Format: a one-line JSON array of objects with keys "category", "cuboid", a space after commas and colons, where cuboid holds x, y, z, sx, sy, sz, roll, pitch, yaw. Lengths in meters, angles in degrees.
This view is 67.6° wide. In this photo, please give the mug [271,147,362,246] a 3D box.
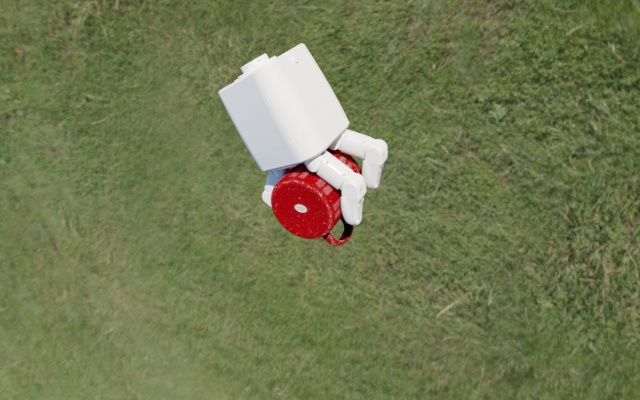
[{"category": "mug", "cuboid": [0.001, 0.003, 0.565, 0.093, 0.117, 0.081, -17, 21, 37]}]
